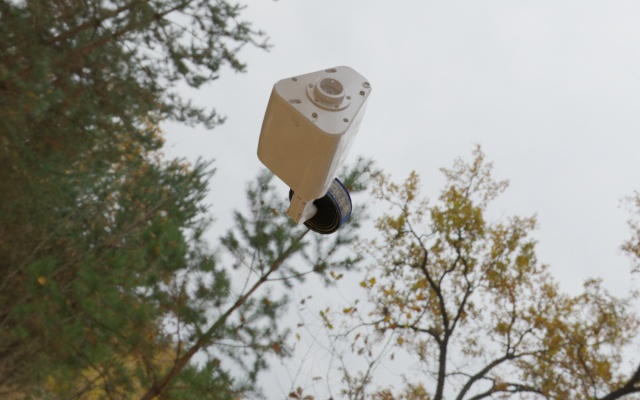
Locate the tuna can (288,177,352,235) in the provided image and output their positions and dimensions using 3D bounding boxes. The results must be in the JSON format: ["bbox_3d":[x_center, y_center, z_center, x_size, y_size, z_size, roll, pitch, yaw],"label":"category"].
[{"bbox_3d":[0.000,0.002,0.645,0.086,0.086,0.033,0,32,44],"label":"tuna can"}]
